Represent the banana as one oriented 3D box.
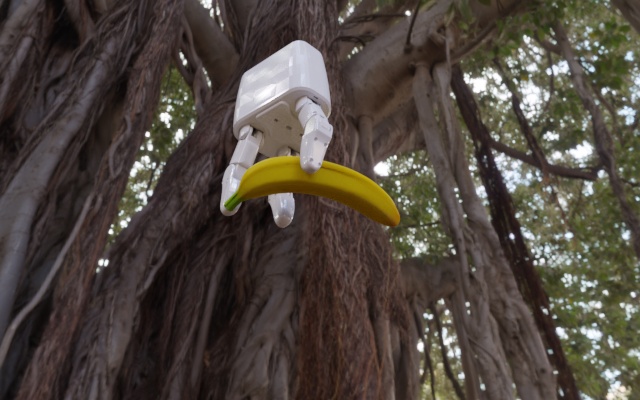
[{"bbox_3d":[0.002,-0.012,0.509,0.198,0.037,0.070,8,-46,-13],"label":"banana"}]
